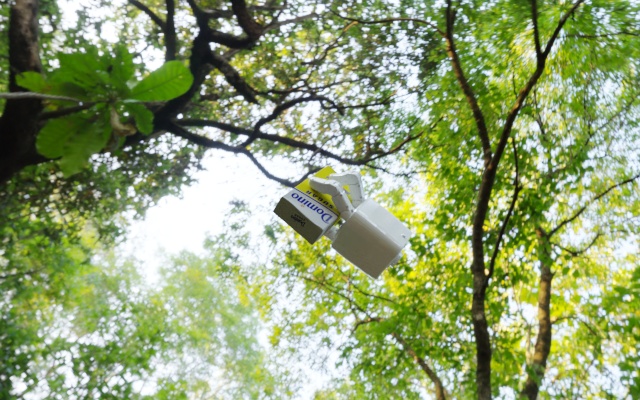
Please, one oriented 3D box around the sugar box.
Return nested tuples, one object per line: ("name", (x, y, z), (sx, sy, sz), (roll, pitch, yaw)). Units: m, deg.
("sugar box", (0.001, 0.002, 0.864), (0.093, 0.048, 0.176), (39, 32, 8))
